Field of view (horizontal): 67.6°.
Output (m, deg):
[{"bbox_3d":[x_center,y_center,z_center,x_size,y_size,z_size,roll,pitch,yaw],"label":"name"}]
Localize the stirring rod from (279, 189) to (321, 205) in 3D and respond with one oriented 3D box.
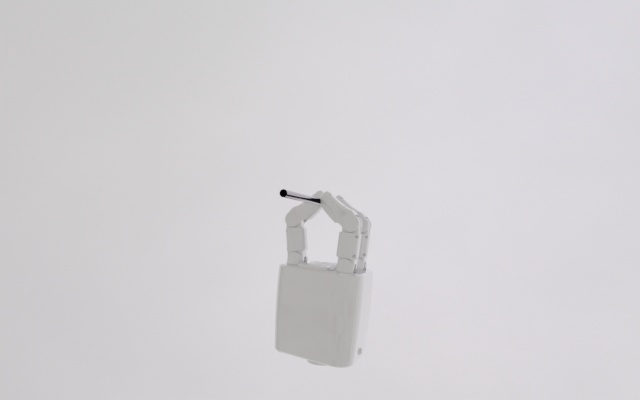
[{"bbox_3d":[0.000,0.002,0.567,0.011,0.011,0.239,0,-4,17],"label":"stirring rod"}]
